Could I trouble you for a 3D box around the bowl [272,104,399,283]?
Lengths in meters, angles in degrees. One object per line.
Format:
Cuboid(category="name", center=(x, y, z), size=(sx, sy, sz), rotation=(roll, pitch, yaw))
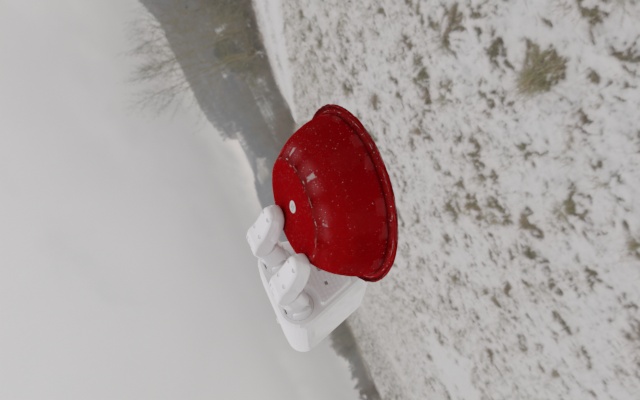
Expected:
Cuboid(category="bowl", center=(0.000, 0.000, 0.415), size=(0.055, 0.162, 0.162), rotation=(-16, 6, -22))
